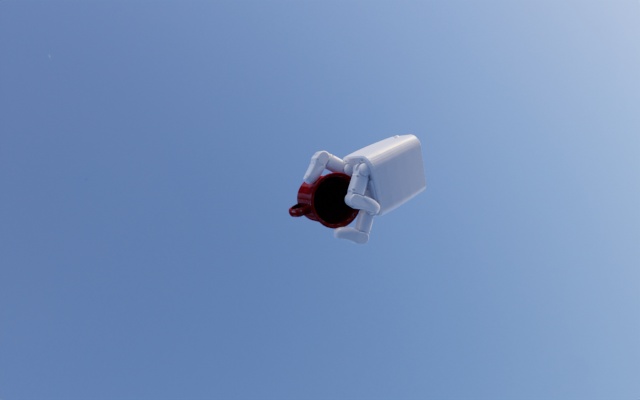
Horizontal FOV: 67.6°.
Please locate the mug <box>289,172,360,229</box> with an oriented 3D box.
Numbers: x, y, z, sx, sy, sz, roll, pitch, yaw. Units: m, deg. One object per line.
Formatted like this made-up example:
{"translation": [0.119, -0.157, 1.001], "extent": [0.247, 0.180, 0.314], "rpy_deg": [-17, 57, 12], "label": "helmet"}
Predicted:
{"translation": [-0.001, 0.003, 0.813], "extent": [0.117, 0.093, 0.081], "rpy_deg": [-24, 13, -21], "label": "mug"}
